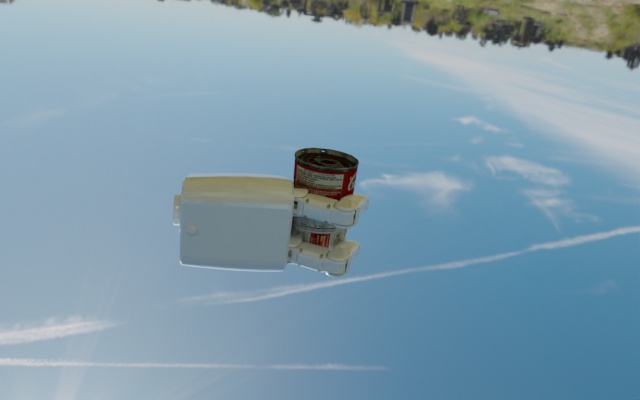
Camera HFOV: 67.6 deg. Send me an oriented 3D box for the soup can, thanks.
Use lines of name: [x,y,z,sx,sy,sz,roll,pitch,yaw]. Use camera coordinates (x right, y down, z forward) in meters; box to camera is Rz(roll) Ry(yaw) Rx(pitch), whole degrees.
soup can: [0.001,0.002,0.516,0.068,0.102,0.068,7,22,-3]
